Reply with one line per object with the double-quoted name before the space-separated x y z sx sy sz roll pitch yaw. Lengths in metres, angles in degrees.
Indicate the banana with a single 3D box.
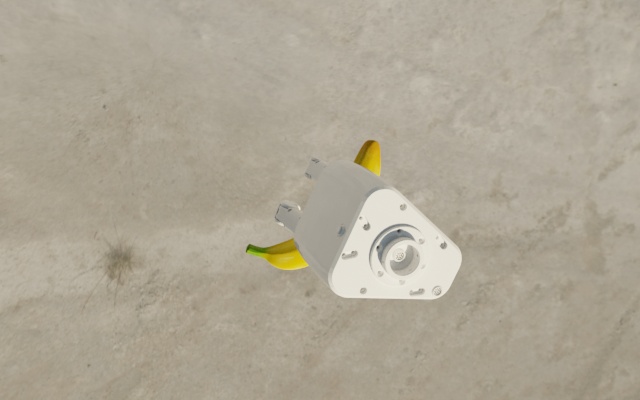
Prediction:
"banana" 0.009 0.017 0.549 0.198 0.070 0.037 -42 17 -2
